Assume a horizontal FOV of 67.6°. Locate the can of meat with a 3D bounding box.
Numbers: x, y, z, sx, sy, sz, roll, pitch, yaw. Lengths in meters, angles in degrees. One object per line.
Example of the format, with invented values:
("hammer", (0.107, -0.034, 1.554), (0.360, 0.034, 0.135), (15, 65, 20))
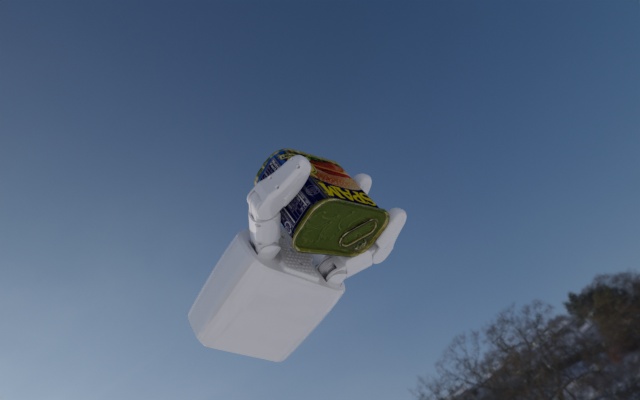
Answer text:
("can of meat", (0.000, 0.001, 0.438), (0.102, 0.057, 0.084), (12, 30, -46))
